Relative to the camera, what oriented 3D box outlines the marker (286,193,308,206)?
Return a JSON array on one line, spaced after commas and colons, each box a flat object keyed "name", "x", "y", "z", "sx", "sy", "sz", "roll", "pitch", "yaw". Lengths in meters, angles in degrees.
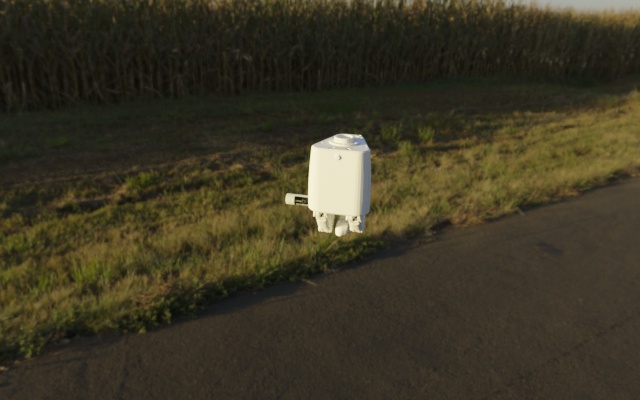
[{"name": "marker", "x": 0.000, "y": 0.003, "z": 0.825, "sx": 0.121, "sy": 0.020, "sz": 0.020, "roll": 6, "pitch": 1, "yaw": 12}]
